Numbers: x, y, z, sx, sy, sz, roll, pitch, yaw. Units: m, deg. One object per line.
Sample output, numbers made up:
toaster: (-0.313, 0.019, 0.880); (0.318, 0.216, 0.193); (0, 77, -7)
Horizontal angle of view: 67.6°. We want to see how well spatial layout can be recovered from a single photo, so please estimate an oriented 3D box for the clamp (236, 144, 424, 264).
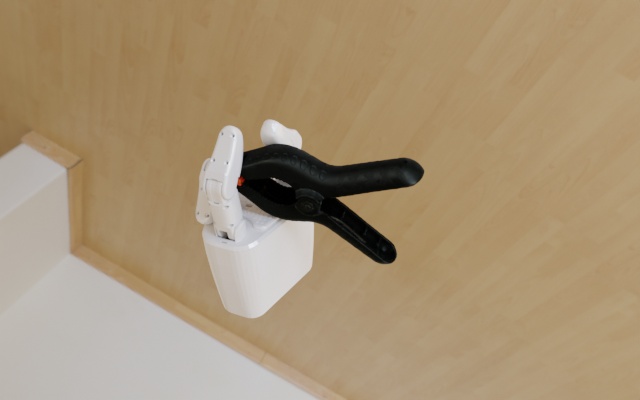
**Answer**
clamp: (0.000, 0.002, 0.418); (0.171, 0.120, 0.039); (12, 41, 17)
